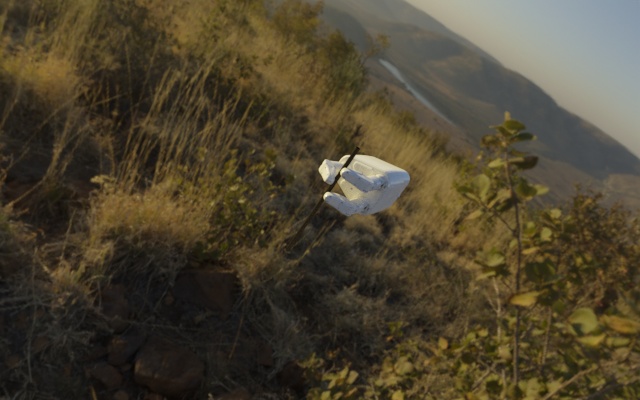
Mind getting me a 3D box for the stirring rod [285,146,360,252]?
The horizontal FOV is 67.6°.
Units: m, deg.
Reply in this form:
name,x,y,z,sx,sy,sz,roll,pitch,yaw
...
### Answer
name,x,y,z,sx,sy,sz,roll,pitch,yaw
stirring rod,0.000,0.003,0.843,0.011,0.240,0.011,28,25,-14
